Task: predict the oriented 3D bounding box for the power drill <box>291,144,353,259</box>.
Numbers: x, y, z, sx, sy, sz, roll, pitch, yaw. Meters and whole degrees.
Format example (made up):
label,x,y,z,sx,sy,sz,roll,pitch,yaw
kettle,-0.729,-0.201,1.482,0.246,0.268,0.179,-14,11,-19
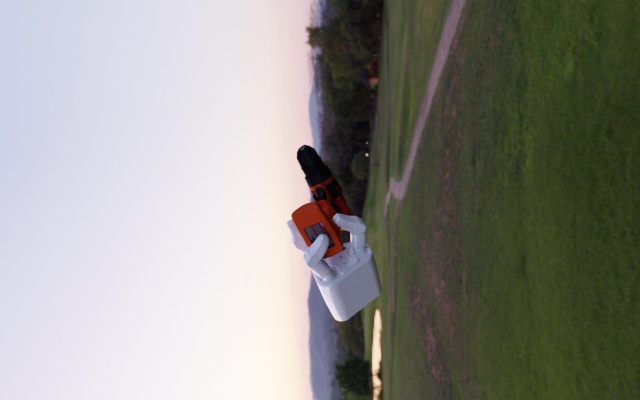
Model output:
label,x,y,z,sx,sy,sz,roll,pitch,yaw
power drill,0.000,0.003,0.855,0.057,0.184,0.187,-25,19,19
